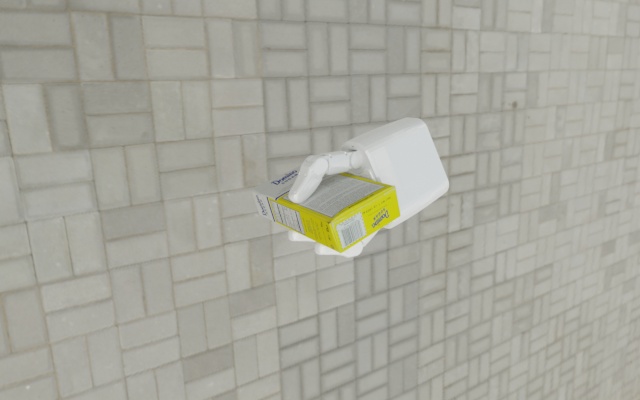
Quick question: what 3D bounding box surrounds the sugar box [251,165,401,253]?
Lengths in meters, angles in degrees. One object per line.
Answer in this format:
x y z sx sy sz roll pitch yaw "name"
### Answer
0.000 0.002 0.574 0.093 0.048 0.176 -28 25 -27 "sugar box"
